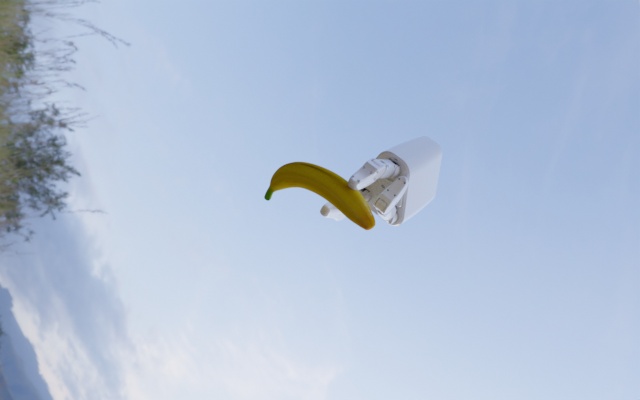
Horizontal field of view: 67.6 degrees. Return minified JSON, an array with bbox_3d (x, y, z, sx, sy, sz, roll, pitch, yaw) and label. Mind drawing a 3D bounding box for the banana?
[{"bbox_3d":[-0.004,-0.016,0.662,0.197,0.070,0.037,16,31,39],"label":"banana"}]
